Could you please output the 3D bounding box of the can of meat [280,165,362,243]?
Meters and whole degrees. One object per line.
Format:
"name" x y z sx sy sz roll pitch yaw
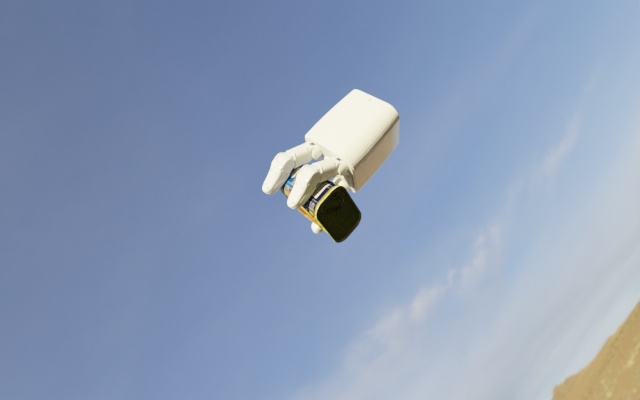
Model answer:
"can of meat" 0.000 0.002 0.681 0.084 0.057 0.102 35 -11 37
